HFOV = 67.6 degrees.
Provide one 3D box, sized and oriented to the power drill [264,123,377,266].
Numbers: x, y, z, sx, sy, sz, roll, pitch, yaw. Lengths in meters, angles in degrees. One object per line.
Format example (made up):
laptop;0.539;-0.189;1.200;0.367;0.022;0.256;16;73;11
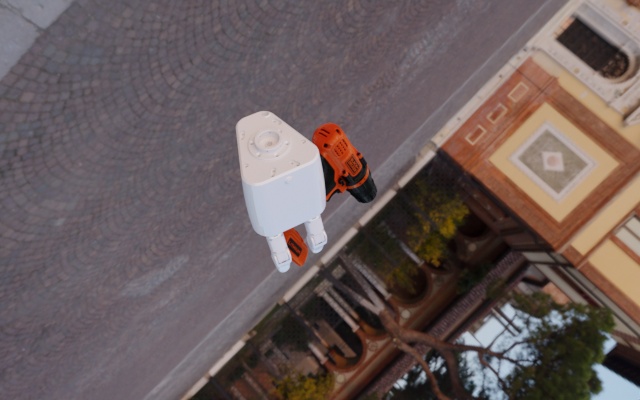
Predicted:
power drill;0.000;0.003;0.710;0.057;0.187;0.184;30;-12;39
